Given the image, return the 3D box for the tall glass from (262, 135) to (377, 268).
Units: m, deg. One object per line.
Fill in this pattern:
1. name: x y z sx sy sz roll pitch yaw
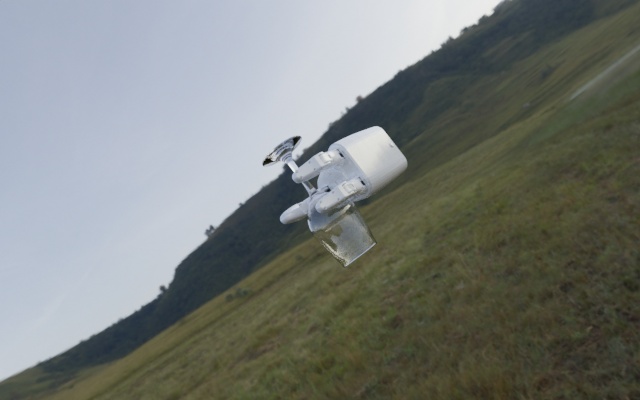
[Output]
1. tall glass: 0.000 0.002 0.719 0.079 0.201 0.079 -36 -8 -6
